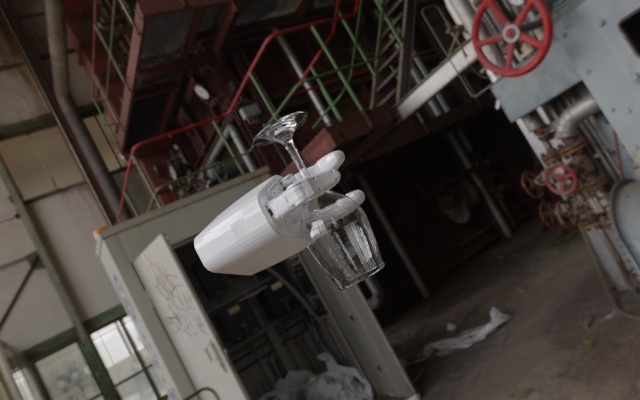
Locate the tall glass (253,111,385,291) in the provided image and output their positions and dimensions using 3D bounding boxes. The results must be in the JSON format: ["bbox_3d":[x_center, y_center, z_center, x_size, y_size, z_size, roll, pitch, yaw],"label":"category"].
[{"bbox_3d":[0.000,0.001,0.556,0.079,0.201,0.079,-29,-6,-3],"label":"tall glass"}]
